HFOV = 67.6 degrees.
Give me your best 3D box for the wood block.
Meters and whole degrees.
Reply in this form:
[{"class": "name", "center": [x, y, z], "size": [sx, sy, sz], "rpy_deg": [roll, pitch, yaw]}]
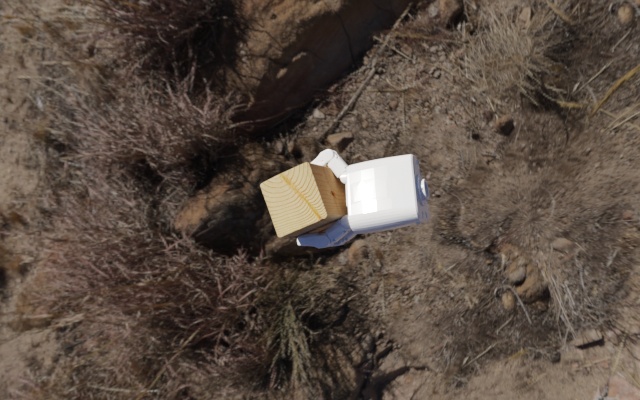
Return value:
[{"class": "wood block", "center": [0.000, 0.002, 0.799], "size": [0.090, 0.091, 0.206], "rpy_deg": [-24, -11, 21]}]
